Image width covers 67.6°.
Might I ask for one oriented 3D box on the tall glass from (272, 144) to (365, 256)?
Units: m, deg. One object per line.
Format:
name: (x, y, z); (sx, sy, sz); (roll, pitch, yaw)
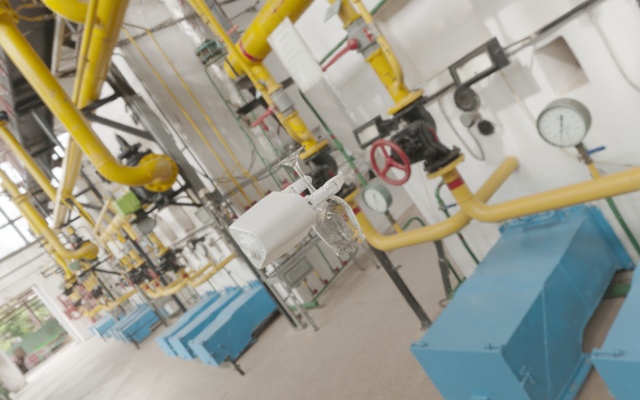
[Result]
tall glass: (0.000, 0.002, 0.861); (0.079, 0.201, 0.079); (-35, 7, 5)
